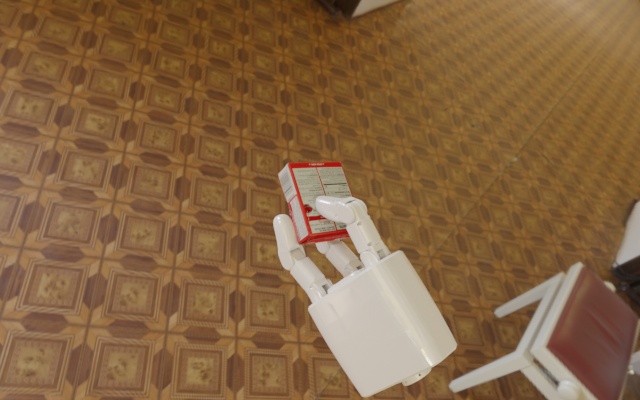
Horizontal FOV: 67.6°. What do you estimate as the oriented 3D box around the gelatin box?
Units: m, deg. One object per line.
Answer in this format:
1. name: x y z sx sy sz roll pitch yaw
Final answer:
1. gelatin box: 0.000 0.001 0.530 0.073 0.089 0.030 -5 -22 -35
